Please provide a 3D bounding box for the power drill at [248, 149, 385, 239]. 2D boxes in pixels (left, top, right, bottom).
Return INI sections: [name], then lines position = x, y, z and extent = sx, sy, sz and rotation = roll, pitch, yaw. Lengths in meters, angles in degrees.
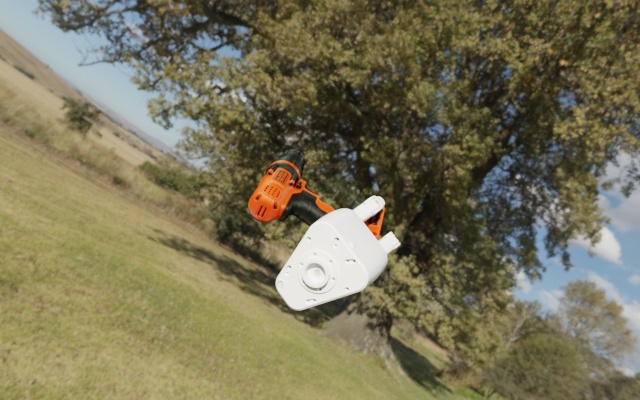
[power drill]
position = 0.000, 0.003, 0.713
extent = 0.187, 0.057, 0.184
rotation = 26, 33, -1
